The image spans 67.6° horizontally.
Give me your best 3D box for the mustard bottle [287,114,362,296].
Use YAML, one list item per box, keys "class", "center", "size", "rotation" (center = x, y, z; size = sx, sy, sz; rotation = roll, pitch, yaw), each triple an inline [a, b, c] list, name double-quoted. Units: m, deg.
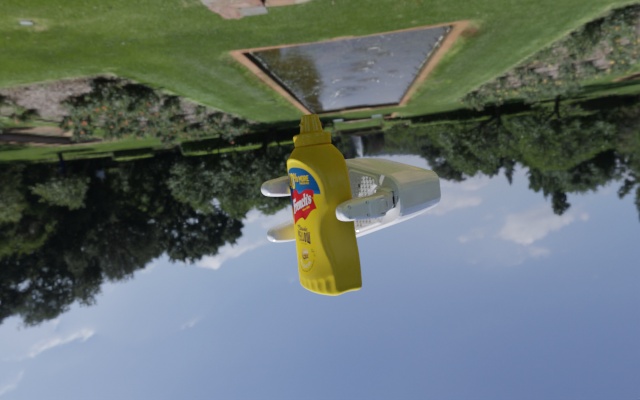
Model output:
- class: "mustard bottle"
  center: [0.000, 0.002, 0.527]
  size: [0.058, 0.191, 0.096]
  rotation: [-9, 6, -24]
